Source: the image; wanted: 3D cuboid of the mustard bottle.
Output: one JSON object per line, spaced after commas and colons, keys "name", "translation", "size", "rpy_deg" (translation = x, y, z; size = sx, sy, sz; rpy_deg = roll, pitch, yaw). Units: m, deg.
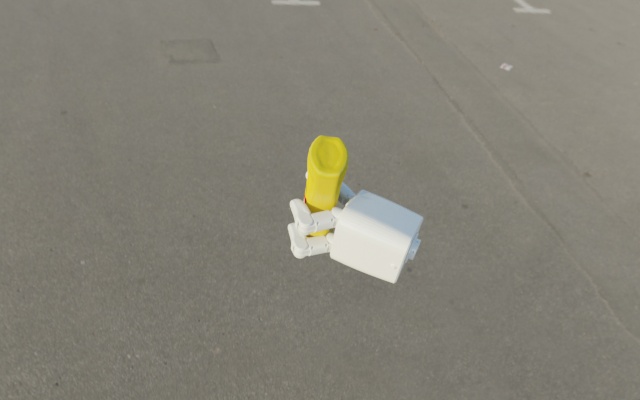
{"name": "mustard bottle", "translation": [0.000, 0.002, 0.734], "size": [0.058, 0.192, 0.096], "rpy_deg": [6, 43, -4]}
